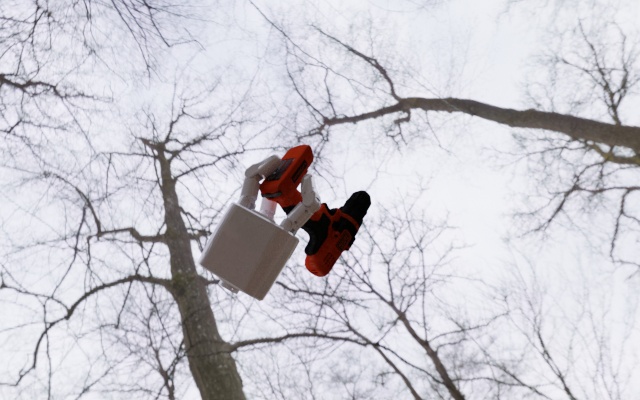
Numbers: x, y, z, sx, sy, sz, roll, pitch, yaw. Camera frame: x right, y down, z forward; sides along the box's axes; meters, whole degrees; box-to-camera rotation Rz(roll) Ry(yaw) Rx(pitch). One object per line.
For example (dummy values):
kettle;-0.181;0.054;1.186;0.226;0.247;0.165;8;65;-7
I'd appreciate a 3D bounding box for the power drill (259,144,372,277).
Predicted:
power drill;0.000;0.002;0.780;0.057;0.188;0.184;-6;39;46
